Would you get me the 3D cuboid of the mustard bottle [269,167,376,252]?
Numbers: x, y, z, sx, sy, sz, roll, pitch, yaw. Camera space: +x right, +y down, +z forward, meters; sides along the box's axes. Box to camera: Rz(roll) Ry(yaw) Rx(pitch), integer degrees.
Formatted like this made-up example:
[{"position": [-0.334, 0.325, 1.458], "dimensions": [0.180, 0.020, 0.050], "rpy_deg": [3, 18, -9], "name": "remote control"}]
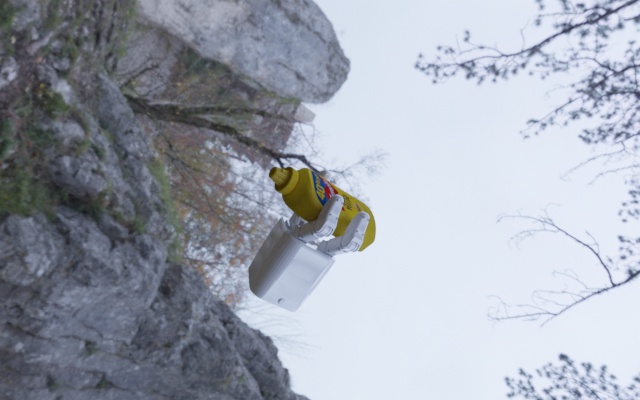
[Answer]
[{"position": [0.001, 0.002, 0.722], "dimensions": [0.192, 0.096, 0.058], "rpy_deg": [31, -59, -33], "name": "mustard bottle"}]
